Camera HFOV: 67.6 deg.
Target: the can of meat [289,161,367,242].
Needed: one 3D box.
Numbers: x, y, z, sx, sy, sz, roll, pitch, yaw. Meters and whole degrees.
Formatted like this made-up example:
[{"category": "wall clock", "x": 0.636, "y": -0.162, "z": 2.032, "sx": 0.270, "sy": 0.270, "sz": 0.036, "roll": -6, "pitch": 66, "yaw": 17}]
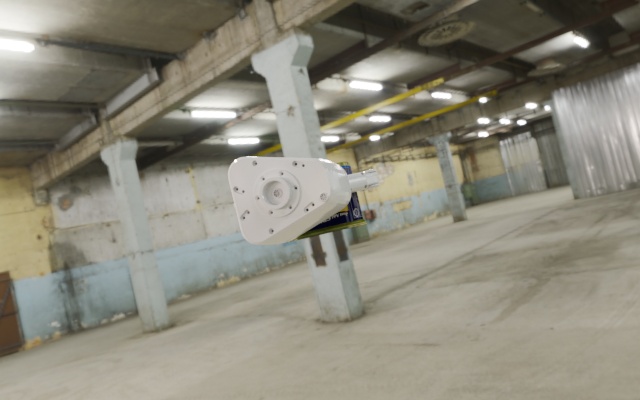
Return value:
[{"category": "can of meat", "x": 0.000, "y": 0.002, "z": 0.623, "sx": 0.102, "sy": 0.084, "sz": 0.057, "roll": -14, "pitch": -3, "yaw": 14}]
